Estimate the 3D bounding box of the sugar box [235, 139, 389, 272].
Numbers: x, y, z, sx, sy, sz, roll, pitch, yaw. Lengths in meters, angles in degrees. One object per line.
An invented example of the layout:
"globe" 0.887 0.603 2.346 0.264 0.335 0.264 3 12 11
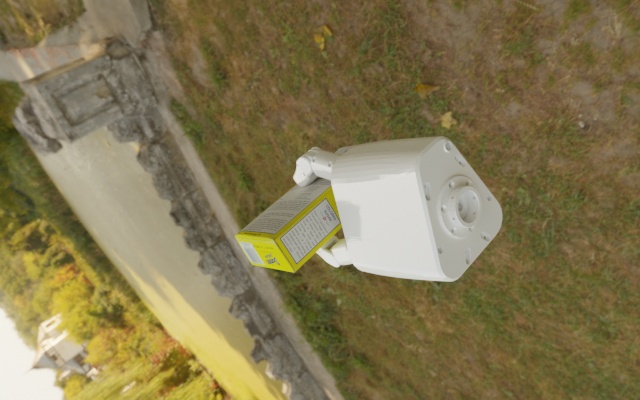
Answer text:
"sugar box" 0.000 0.002 0.510 0.176 0.048 0.093 -38 20 -28
